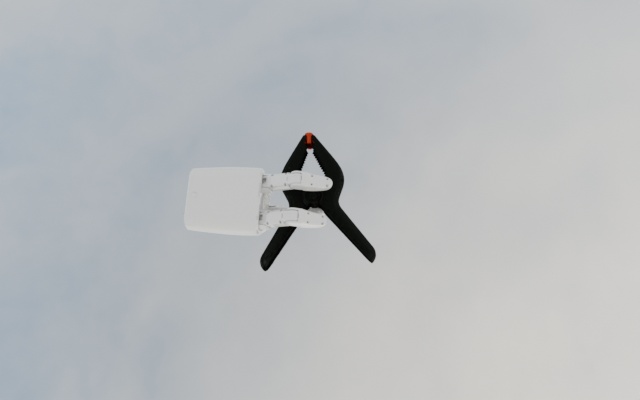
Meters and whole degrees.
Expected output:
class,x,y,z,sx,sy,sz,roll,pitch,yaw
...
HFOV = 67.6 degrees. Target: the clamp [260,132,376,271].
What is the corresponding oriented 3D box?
class,x,y,z,sx,sy,sz,roll,pitch,yaw
clamp,0.000,0.002,0.703,0.164,0.210,0.036,3,-16,0
